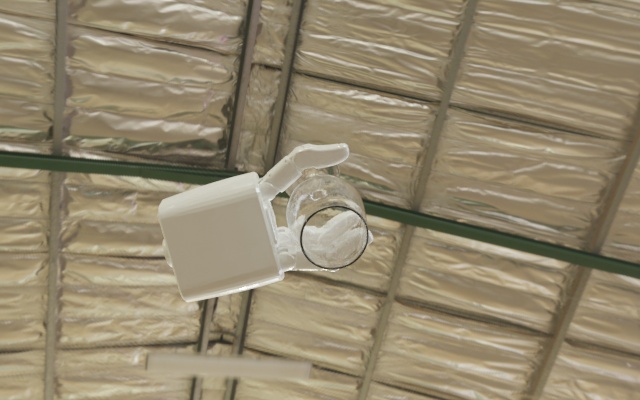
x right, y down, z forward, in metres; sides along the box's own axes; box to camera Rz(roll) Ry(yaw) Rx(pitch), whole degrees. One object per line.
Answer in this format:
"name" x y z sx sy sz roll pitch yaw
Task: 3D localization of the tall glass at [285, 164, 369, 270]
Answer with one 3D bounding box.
"tall glass" 0.000 0.001 0.511 0.079 0.079 0.201 0 19 -8
